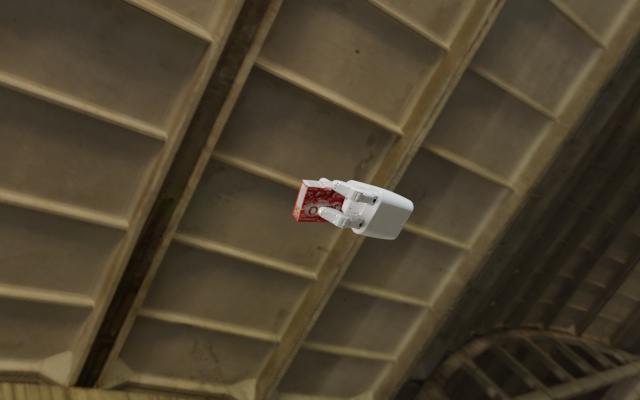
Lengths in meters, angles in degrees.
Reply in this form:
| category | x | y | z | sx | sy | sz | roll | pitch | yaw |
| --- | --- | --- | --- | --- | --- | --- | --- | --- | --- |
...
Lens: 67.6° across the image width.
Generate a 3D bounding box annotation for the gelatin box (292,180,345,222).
| category | x | y | z | sx | sy | sz | roll | pitch | yaw |
| --- | --- | --- | --- | --- | --- | --- | --- | --- | --- |
| gelatin box | 0.000 | 0.003 | 0.880 | 0.089 | 0.073 | 0.030 | 3 | 27 | -31 |
